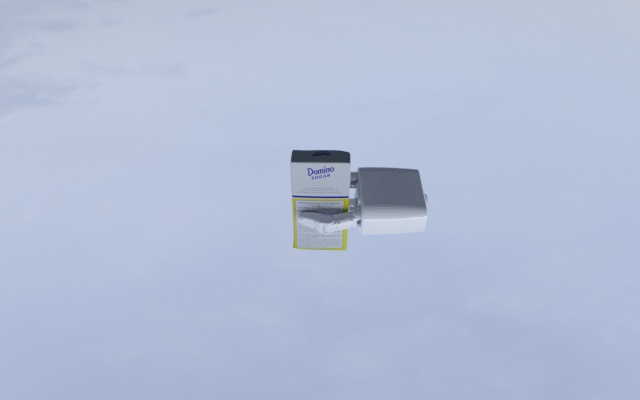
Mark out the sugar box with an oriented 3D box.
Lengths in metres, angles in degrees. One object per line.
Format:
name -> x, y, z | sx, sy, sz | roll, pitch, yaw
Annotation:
sugar box -> 0.000, 0.002, 0.776 | 0.093, 0.176, 0.048 | 1, 34, 0
